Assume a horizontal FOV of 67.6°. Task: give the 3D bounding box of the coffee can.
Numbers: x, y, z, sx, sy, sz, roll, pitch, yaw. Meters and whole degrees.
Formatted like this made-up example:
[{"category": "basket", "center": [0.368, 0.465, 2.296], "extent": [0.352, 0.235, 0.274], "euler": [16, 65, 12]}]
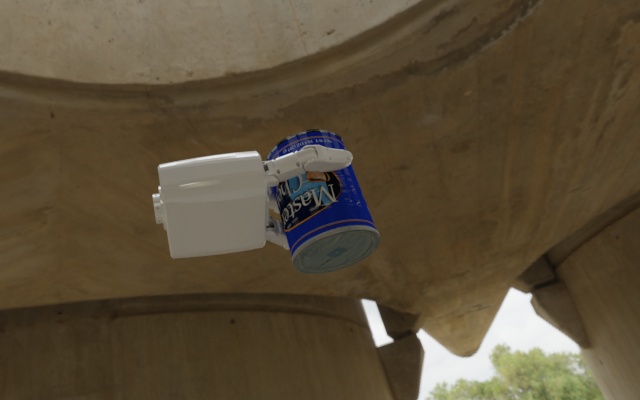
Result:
[{"category": "coffee can", "center": [0.000, 0.002, 0.567], "extent": [0.103, 0.140, 0.103], "euler": [-14, -29, -8]}]
